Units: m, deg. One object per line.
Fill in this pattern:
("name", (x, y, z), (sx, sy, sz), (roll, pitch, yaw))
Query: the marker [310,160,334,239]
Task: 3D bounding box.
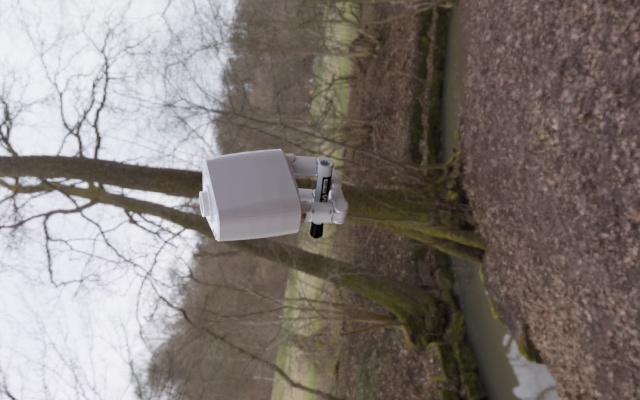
("marker", (0.000, 0.002, 0.630), (0.020, 0.121, 0.020), (5, 36, -4))
